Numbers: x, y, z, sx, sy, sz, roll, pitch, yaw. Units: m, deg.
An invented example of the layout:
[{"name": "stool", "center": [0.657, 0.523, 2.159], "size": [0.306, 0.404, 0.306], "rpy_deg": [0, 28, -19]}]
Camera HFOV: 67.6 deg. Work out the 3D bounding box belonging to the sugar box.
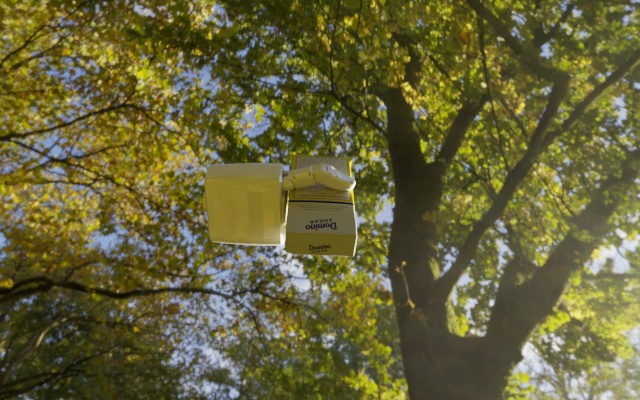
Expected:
[{"name": "sugar box", "center": [0.000, 0.003, 0.677], "size": [0.093, 0.048, 0.176], "rpy_deg": [3, 42, -2]}]
